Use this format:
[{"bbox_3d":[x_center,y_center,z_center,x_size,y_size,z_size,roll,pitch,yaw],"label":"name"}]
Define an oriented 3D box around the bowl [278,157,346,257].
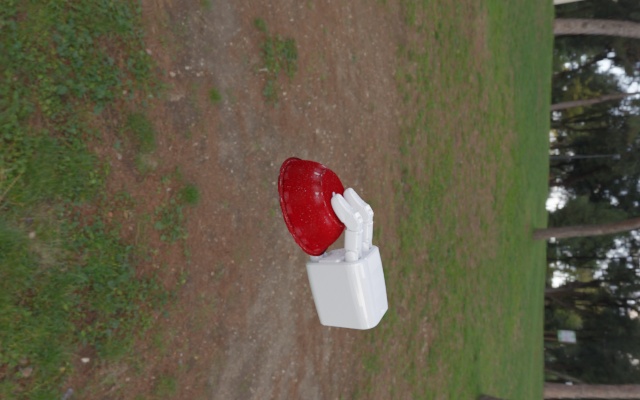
[{"bbox_3d":[0.000,0.001,0.737,0.055,0.162,0.162,-17,-7,25],"label":"bowl"}]
